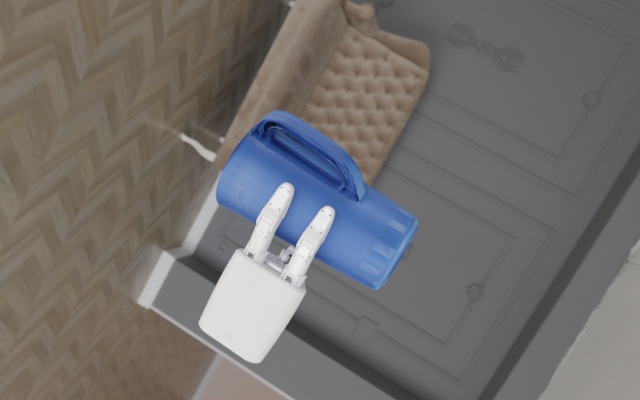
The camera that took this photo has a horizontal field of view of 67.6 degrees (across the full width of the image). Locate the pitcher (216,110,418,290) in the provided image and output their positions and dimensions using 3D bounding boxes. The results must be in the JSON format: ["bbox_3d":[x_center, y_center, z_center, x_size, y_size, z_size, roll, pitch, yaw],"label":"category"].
[{"bbox_3d":[0.000,0.002,0.611,0.243,0.145,0.149,31,2,9],"label":"pitcher"}]
